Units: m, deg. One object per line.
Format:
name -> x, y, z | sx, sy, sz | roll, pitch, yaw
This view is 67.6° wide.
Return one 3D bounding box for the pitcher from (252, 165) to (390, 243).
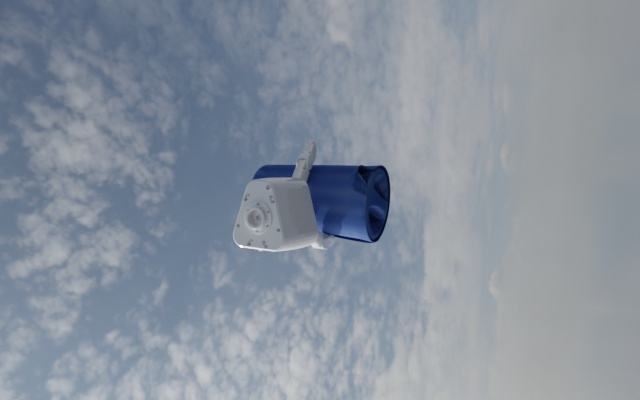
pitcher -> 0.000, 0.003, 0.875 | 0.243, 0.149, 0.145 | 6, 6, 25
